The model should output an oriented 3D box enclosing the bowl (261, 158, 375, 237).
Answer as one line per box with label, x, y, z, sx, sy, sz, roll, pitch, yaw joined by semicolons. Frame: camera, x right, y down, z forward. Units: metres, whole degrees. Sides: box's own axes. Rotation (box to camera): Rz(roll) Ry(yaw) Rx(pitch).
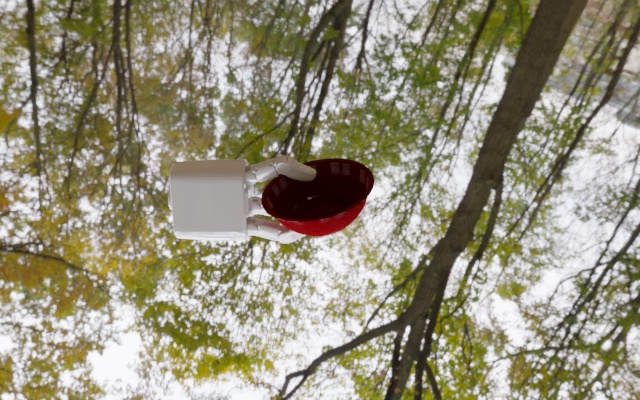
bowl;0.001;0.003;0.681;0.162;0.055;0.162;-10;32;6
